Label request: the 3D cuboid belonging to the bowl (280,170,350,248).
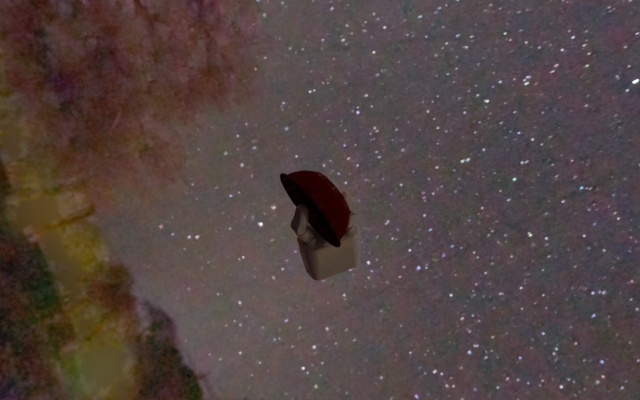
[{"bbox_3d":[0.000,0.002,0.826,0.055,0.162,0.162,-39,9,-12],"label":"bowl"}]
